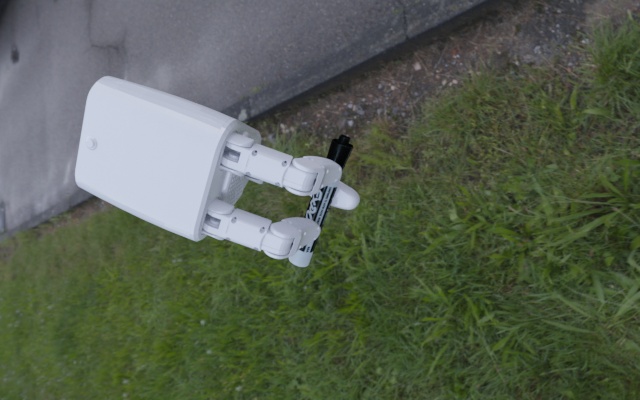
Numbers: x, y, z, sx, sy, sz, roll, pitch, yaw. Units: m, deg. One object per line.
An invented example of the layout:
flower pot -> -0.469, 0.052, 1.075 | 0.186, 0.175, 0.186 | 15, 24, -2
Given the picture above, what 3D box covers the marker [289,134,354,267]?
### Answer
marker -> 0.000, 0.001, 0.407 | 0.020, 0.121, 0.020 | 18, 20, -7
